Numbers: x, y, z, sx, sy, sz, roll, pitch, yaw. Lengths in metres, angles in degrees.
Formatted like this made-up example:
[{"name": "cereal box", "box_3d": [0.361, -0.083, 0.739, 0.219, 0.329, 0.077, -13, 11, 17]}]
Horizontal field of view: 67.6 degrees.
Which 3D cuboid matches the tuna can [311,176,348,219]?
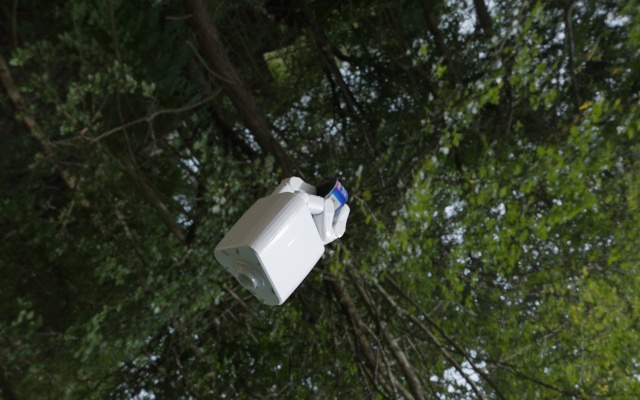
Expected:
[{"name": "tuna can", "box_3d": [0.000, 0.003, 0.745, 0.086, 0.034, 0.086, -34, 19, 14]}]
